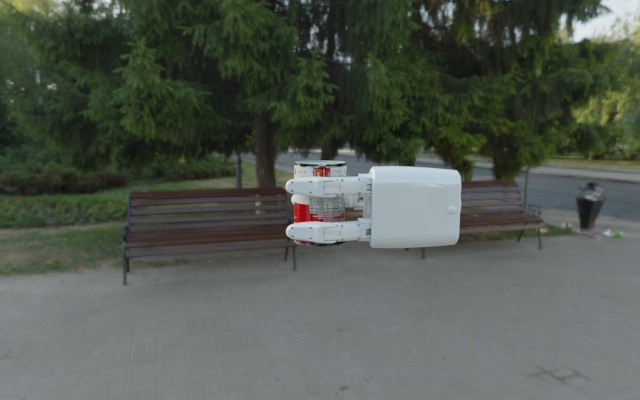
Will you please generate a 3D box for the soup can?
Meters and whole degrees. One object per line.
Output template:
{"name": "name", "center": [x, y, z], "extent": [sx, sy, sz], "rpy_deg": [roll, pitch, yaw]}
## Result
{"name": "soup can", "center": [0.000, 0.002, 0.608], "extent": [0.068, 0.102, 0.068], "rpy_deg": [0, 8, 0]}
